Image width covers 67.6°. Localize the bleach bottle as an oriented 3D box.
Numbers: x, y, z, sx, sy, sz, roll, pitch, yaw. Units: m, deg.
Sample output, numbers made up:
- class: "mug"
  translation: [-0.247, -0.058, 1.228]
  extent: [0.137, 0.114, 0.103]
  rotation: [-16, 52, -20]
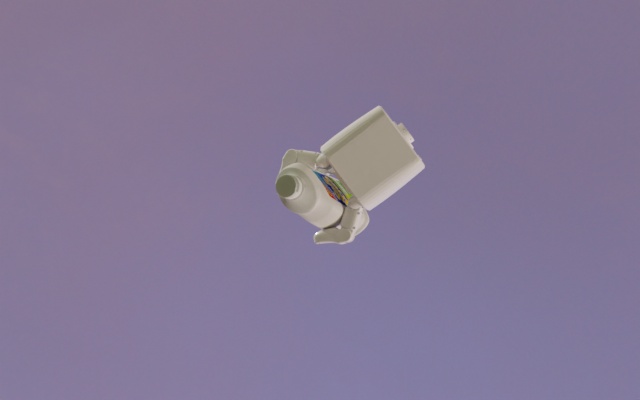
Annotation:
- class: "bleach bottle"
  translation: [0.000, 0.002, 0.707]
  extent: [0.068, 0.102, 0.251]
  rotation: [-36, -15, 11]
